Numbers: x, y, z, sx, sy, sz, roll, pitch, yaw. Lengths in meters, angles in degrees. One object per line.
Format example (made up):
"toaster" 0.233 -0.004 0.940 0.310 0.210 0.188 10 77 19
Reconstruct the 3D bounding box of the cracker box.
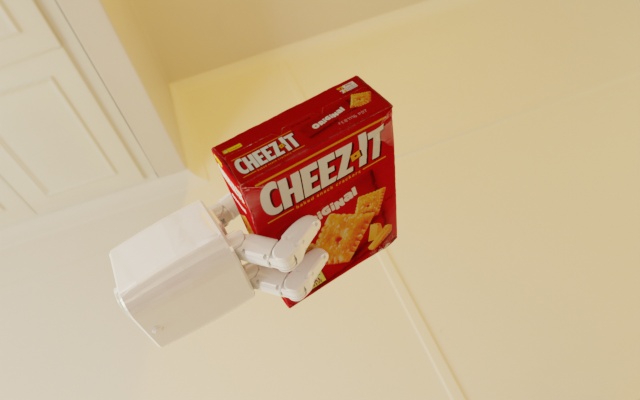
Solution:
"cracker box" 0.000 0.002 0.511 0.164 0.214 0.072 -30 51 -15
